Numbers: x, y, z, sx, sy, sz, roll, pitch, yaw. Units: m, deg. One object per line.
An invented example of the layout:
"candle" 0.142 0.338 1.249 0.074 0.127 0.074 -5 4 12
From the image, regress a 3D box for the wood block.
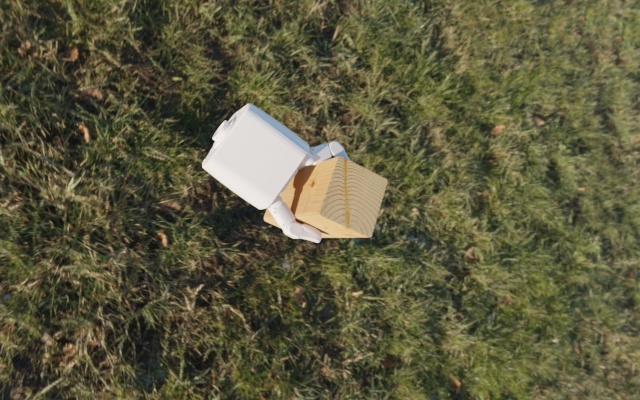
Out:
"wood block" 0.000 0.003 0.745 0.090 0.090 0.206 25 -15 -24
